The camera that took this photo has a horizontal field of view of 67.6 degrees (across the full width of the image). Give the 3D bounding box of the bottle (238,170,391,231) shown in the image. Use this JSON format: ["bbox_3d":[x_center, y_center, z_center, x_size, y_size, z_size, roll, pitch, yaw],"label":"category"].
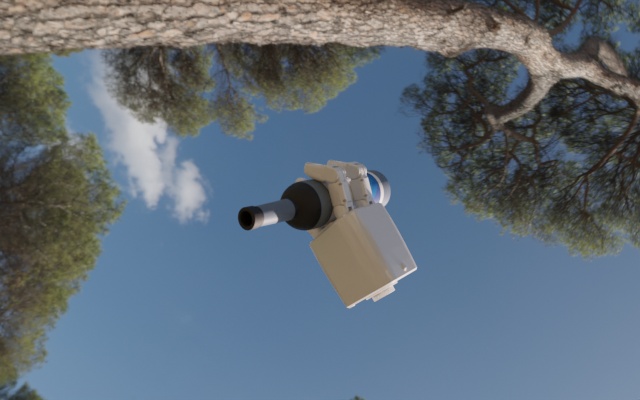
[{"bbox_3d":[0.000,0.002,0.664,0.069,0.069,0.295,0,7,36],"label":"bottle"}]
